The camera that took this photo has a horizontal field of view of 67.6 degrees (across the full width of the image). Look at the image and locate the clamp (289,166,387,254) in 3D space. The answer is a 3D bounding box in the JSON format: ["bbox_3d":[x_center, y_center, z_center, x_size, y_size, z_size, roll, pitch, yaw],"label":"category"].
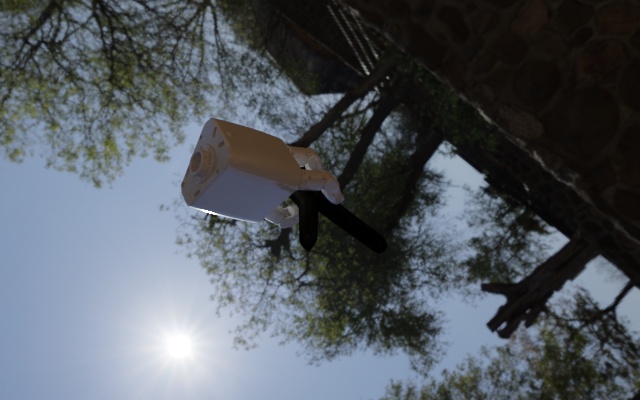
[{"bbox_3d":[-0.001,0.002,0.690,0.164,0.036,0.209,15,31,-42],"label":"clamp"}]
